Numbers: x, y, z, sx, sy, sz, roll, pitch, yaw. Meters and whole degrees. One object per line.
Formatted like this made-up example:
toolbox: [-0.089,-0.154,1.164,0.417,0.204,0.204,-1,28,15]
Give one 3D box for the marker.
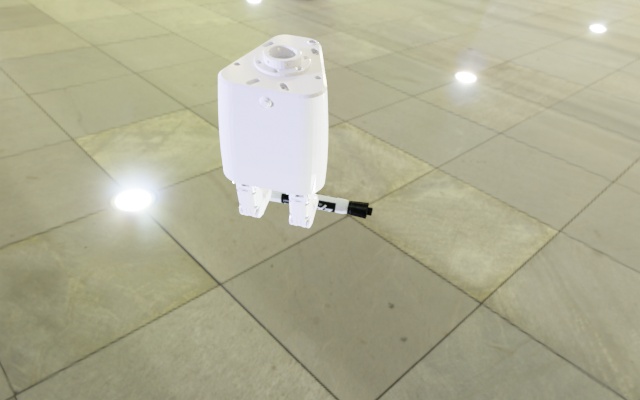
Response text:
marker: [0.000,0.002,0.552,0.121,0.020,0.020,11,1,6]
